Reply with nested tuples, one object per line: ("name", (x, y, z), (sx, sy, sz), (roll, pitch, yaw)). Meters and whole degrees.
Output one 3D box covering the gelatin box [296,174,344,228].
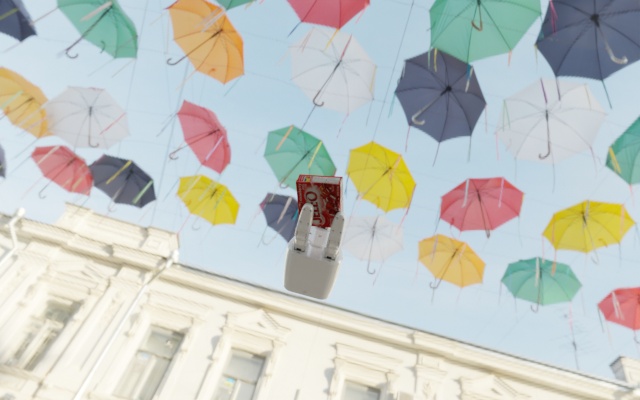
("gelatin box", (0.000, 0.002, 0.785), (0.073, 0.089, 0.030), (4, 34, 11))
